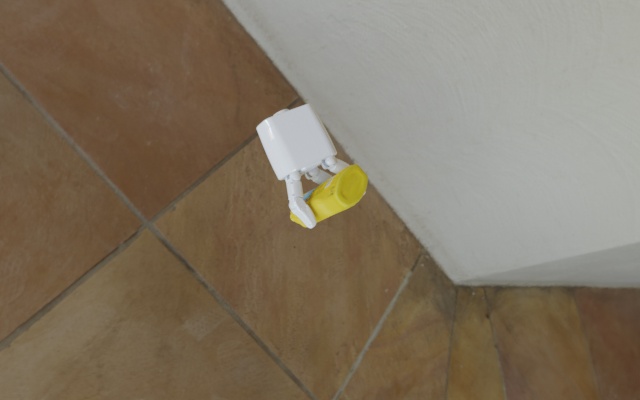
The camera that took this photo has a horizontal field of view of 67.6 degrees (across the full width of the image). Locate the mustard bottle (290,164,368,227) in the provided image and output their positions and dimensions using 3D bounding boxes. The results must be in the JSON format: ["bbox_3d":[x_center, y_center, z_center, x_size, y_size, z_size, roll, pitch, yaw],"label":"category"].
[{"bbox_3d":[0.000,0.003,0.888,0.192,0.058,0.096,-29,21,49],"label":"mustard bottle"}]
